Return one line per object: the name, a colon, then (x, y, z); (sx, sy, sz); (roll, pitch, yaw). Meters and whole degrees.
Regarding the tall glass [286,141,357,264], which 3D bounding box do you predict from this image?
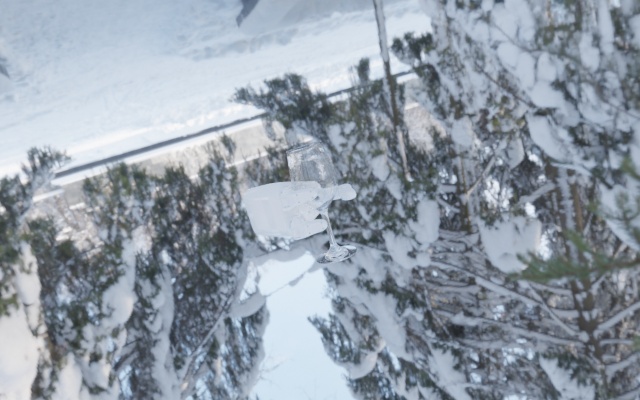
tall glass: (0.000, 0.003, 0.821); (0.079, 0.201, 0.079); (-16, 12, 3)
